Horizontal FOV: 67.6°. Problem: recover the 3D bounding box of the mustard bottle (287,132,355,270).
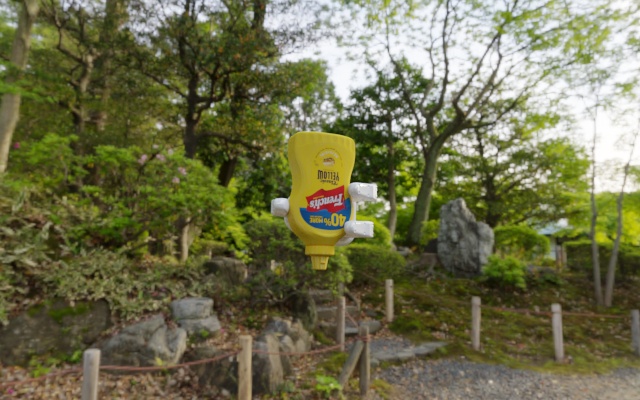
[{"bbox_3d":[0.000,0.002,0.681,0.096,0.191,0.058,5,-8,-25],"label":"mustard bottle"}]
